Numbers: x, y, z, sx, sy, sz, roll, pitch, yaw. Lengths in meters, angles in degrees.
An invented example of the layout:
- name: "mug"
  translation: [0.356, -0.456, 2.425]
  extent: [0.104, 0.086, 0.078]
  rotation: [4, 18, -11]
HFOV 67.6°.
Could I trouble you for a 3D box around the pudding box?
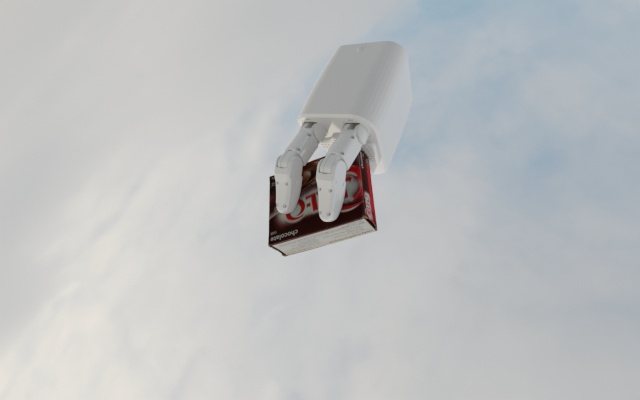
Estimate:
- name: "pudding box"
  translation: [0.000, 0.002, 0.505]
  extent: [0.113, 0.090, 0.039]
  rotation: [-20, -38, 24]
